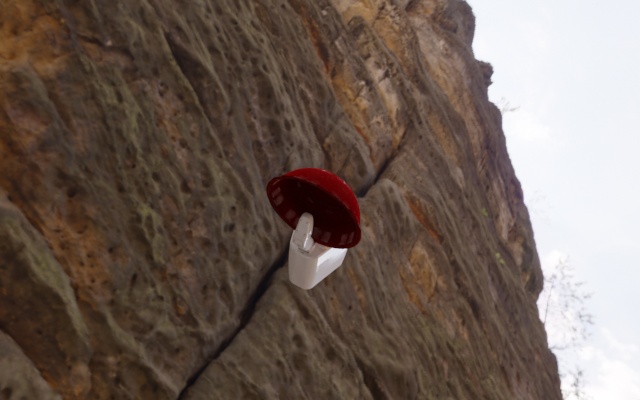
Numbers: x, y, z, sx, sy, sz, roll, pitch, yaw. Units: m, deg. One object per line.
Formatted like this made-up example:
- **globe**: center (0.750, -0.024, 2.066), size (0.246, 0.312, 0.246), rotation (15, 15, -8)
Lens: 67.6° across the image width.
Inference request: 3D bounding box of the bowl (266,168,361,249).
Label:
- **bowl**: center (0.001, 0.001, 0.722), size (0.162, 0.055, 0.162), rotation (25, -30, 16)
